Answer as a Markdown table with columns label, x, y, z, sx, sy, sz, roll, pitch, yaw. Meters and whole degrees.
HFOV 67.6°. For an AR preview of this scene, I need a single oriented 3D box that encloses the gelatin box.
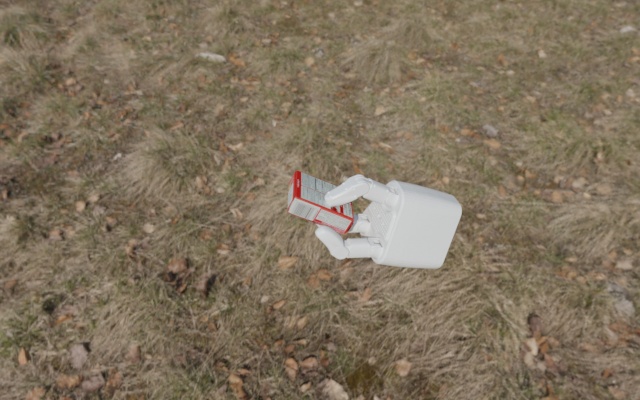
| label | x | y | z | sx | sy | sz | roll | pitch | yaw |
| --- | --- | --- | --- | --- | --- | --- | --- | --- | --- |
| gelatin box | 0.000 | 0.002 | 0.652 | 0.089 | 0.030 | 0.073 | 22 | 30 | -15 |
